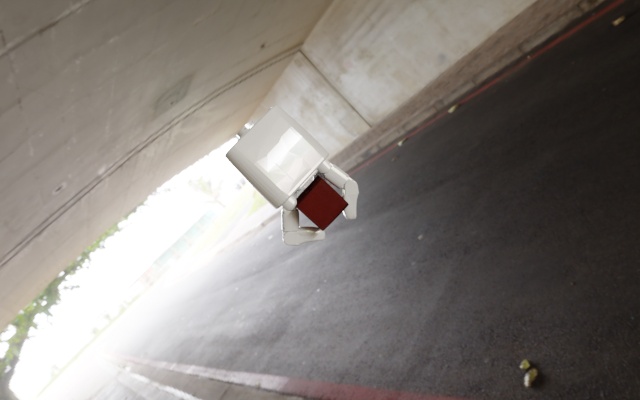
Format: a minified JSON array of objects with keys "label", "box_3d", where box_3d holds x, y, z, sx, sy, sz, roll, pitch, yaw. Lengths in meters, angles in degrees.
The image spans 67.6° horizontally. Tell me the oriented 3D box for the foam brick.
[{"label":"foam brick","box_3d":[0.000,0.002,0.675,0.051,0.053,0.078,43,2,-8]}]
